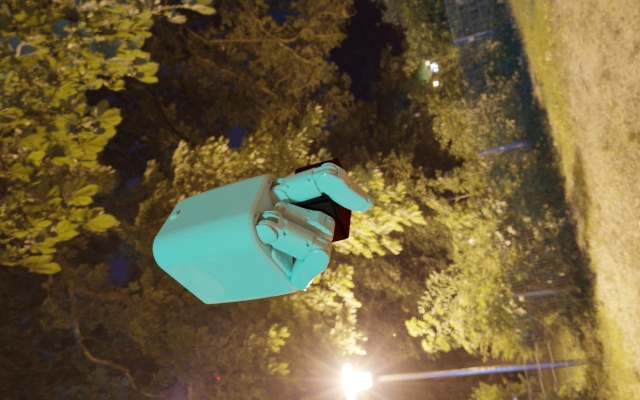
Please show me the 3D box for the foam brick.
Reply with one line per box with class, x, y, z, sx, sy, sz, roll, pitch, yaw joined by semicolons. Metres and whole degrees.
foam brick;0.000;0.001;0.489;0.051;0.053;0.078;-14;31;18
